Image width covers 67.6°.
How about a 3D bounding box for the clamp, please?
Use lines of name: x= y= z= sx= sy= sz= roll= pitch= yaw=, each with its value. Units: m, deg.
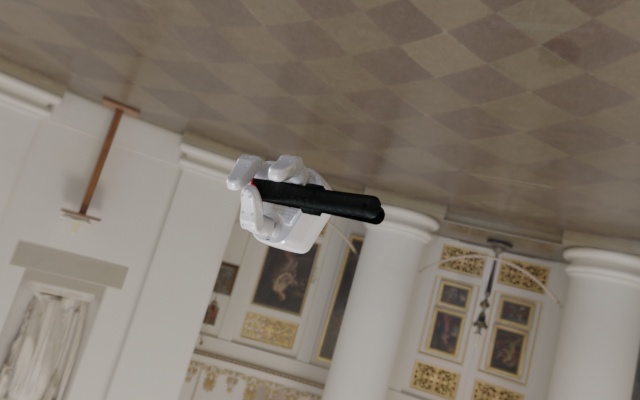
clamp: x=0.000 y=0.002 z=0.580 sx=0.171 sy=0.039 sz=0.120 roll=12 pitch=-10 yaw=20
